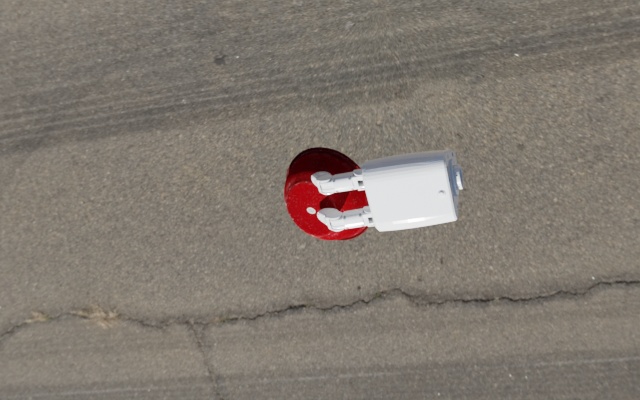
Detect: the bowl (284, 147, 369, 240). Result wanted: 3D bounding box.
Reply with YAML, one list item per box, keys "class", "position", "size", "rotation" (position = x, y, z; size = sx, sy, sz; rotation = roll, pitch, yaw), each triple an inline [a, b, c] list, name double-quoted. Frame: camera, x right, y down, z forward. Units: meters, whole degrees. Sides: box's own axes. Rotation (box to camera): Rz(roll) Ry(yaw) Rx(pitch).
- class: "bowl"
  position: [-0.001, 0.003, 0.736]
  size: [0.162, 0.162, 0.055]
  rotation: [0, 25, 34]
